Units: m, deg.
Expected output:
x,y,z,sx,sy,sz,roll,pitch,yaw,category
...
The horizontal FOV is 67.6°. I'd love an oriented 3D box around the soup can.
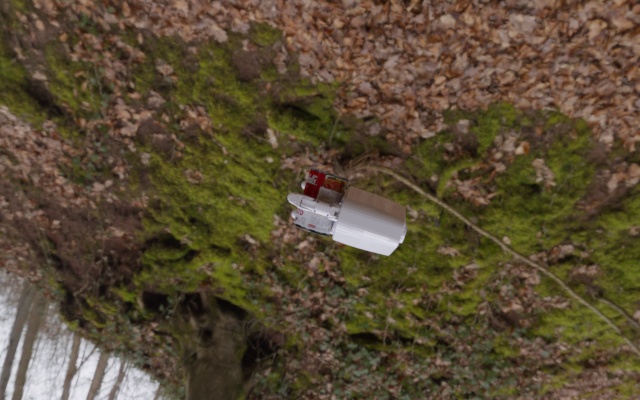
x,y,z,sx,sy,sz,roll,pitch,yaw,category
0.000,0.003,0.813,0.068,0.102,0.068,18,1,0,soup can
